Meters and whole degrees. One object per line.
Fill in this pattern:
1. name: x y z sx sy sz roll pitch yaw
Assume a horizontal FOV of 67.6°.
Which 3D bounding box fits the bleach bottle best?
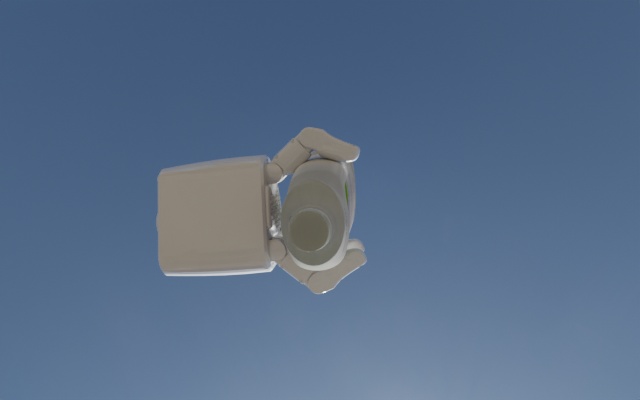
1. bleach bottle: 0.000 0.002 0.456 0.068 0.102 0.251 -4 5 4
